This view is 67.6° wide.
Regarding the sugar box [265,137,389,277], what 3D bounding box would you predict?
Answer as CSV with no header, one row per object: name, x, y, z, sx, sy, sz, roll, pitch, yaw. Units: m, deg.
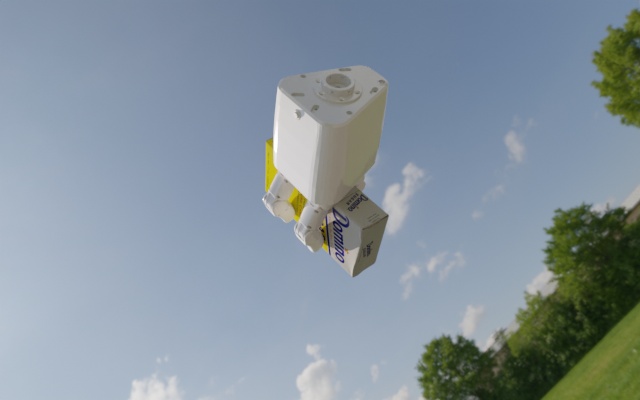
sugar box,0.000,0.002,0.580,0.048,0.093,0.176,-28,56,-27
